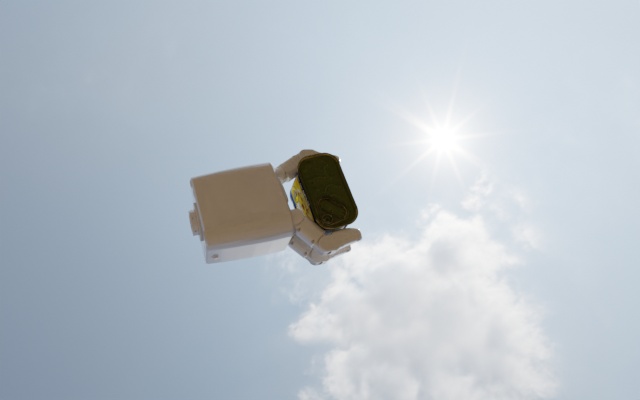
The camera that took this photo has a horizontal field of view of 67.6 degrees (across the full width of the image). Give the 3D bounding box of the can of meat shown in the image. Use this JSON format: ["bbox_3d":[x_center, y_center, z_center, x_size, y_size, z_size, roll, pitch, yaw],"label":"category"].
[{"bbox_3d":[0.000,0.002,0.632,0.057,0.102,0.084,-15,-18,-19],"label":"can of meat"}]
